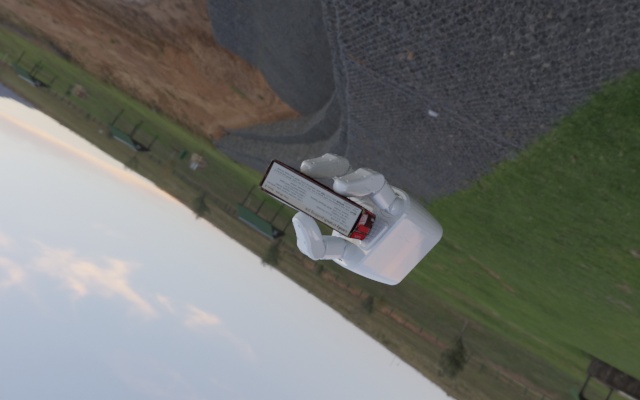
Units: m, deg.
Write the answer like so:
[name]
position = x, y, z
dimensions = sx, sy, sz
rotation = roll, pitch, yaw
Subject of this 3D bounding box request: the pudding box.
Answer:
[pudding box]
position = 0.000, 0.002, 0.517
dimensions = 0.113, 0.039, 0.090
rotation = 27, 0, 15
